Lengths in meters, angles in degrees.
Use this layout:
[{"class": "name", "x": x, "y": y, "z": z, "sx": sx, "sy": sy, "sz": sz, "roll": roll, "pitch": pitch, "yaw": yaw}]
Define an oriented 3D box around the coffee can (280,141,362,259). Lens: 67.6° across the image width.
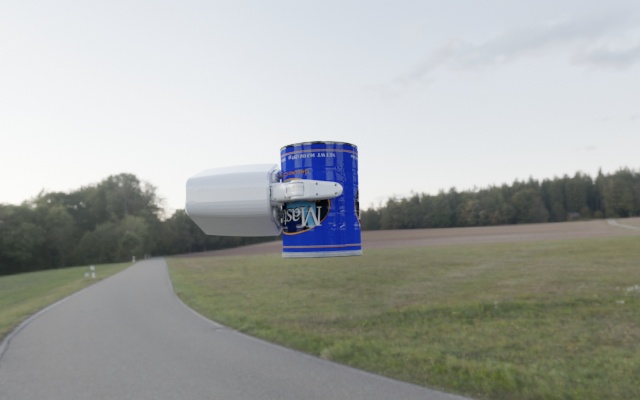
[{"class": "coffee can", "x": 0.000, "y": 0.002, "z": 0.617, "sx": 0.103, "sy": 0.140, "sz": 0.103, "roll": -2, "pitch": -5, "yaw": 0}]
